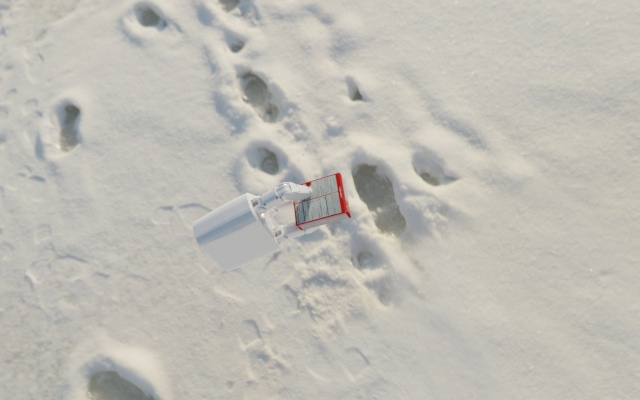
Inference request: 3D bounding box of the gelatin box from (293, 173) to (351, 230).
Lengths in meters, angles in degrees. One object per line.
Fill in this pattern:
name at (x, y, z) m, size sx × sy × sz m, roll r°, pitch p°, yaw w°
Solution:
gelatin box at (0.000, 0.002, 0.780) m, size 0.089 × 0.073 × 0.030 m, roll -16°, pitch -27°, yaw 16°
